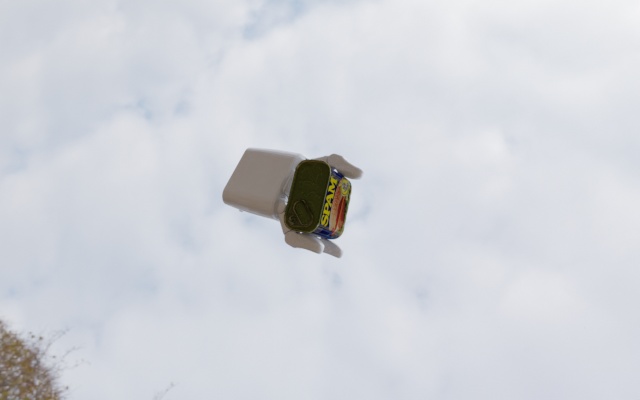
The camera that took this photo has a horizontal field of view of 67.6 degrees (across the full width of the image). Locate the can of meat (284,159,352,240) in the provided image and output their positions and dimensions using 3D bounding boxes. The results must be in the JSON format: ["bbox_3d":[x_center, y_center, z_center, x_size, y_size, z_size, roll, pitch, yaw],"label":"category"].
[{"bbox_3d":[0.000,0.002,0.686,0.057,0.102,0.084,9,-9,30],"label":"can of meat"}]
